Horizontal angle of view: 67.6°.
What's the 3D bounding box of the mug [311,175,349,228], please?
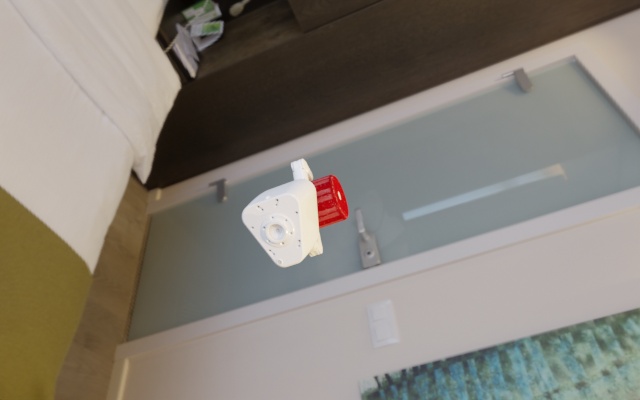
[{"bbox_3d":[0.001,0.002,0.838,0.081,0.093,0.117,-19,8,14],"label":"mug"}]
